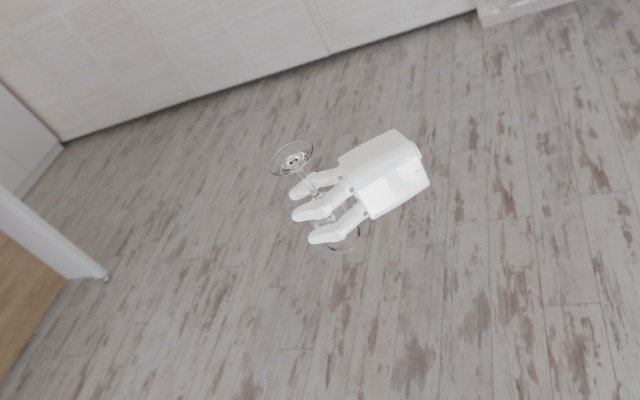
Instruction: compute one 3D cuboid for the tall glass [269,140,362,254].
[{"bbox_3d":[0.000,0.002,0.760,0.079,0.079,0.201,0,-41,35],"label":"tall glass"}]
